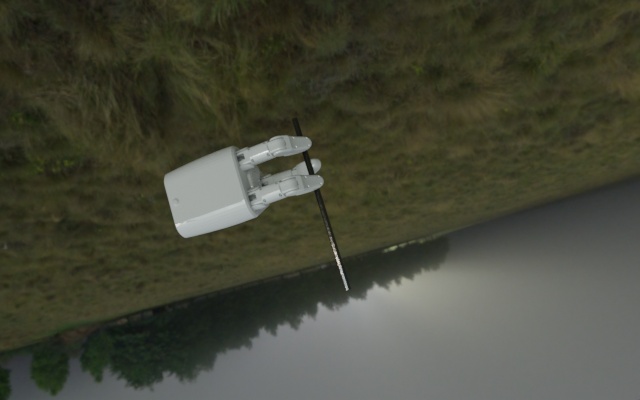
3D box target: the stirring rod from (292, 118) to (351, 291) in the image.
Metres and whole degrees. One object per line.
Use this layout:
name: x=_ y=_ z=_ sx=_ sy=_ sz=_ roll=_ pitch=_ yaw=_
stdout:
stirring rod: x=0.000 y=0.002 z=0.635 sx=0.011 sy=0.239 sz=0.011 roll=-17 pitch=-8 yaw=-3
